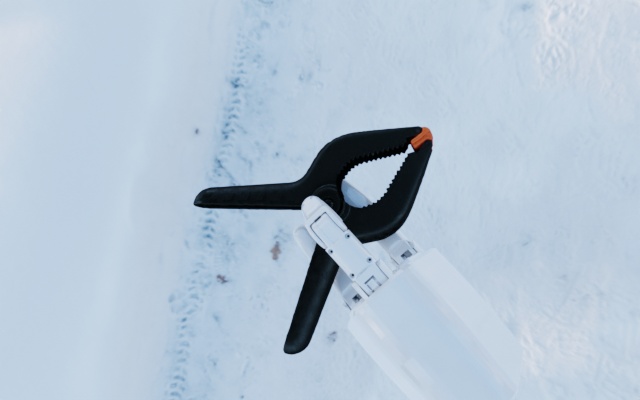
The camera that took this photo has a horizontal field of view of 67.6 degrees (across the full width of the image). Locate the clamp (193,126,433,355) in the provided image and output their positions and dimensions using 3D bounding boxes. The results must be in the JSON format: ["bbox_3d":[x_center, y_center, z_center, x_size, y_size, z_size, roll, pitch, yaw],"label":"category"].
[{"bbox_3d":[0.000,0.001,0.404,0.210,0.164,0.036,-43,-14,4],"label":"clamp"}]
